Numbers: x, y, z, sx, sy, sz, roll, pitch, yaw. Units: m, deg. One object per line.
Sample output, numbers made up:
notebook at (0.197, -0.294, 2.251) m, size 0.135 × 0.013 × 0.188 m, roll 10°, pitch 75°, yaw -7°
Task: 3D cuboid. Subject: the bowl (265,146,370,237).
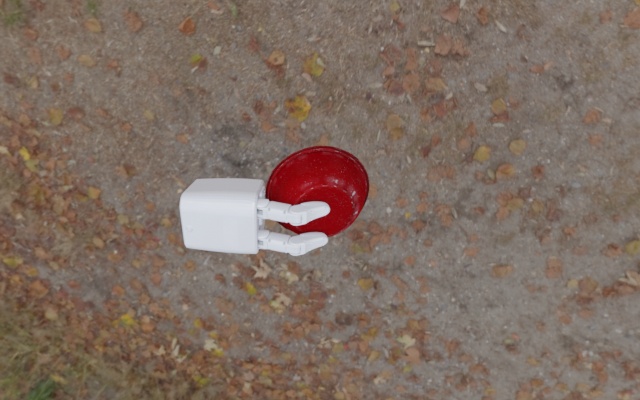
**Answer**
bowl at (0.001, 0.002, 0.709) m, size 0.162 × 0.162 × 0.055 m, roll 0°, pitch 34°, yaw -11°
